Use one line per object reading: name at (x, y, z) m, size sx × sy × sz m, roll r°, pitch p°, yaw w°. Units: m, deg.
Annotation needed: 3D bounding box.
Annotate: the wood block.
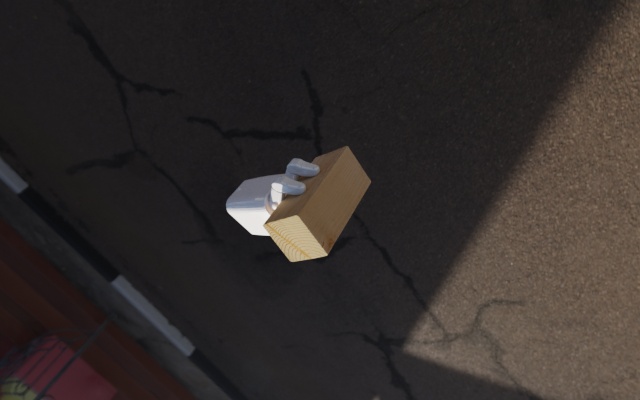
wood block at (0.000, 0.003, 0.859) m, size 0.090 × 0.091 × 0.206 m, roll -16°, pitch 28°, yaw 41°
